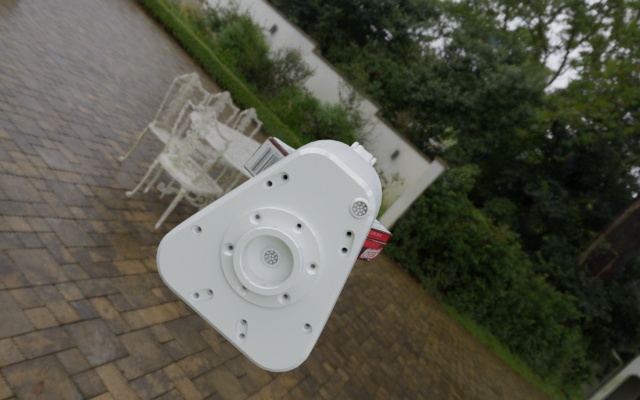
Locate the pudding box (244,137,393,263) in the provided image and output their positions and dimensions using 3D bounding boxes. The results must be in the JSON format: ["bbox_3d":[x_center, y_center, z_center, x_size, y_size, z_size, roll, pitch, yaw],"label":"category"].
[{"bbox_3d":[0.000,0.001,0.410,0.113,0.039,0.090,48,12,28],"label":"pudding box"}]
